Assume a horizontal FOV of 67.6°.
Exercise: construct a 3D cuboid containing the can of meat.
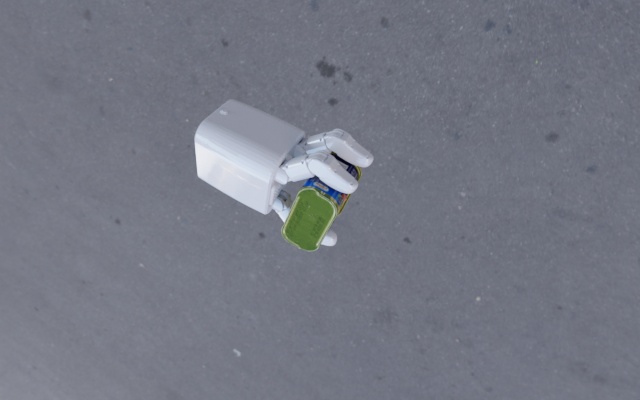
[{"bbox_3d":[0.000,0.002,0.584,0.057,0.102,0.084,29,42,3],"label":"can of meat"}]
